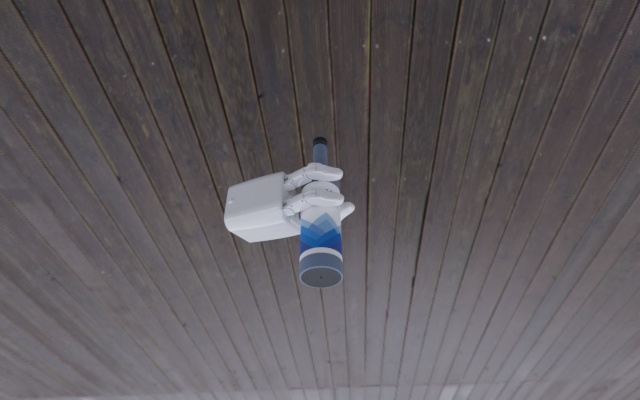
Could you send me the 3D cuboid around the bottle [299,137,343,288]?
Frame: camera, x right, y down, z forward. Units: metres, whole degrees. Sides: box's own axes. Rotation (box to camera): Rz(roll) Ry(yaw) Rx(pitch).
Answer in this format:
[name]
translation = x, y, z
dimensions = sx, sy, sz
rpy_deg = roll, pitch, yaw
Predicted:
[bottle]
translation = 0.000, 0.003, 0.816
dimensions = 0.069, 0.295, 0.069
rpy_deg = 0, -39, 0
